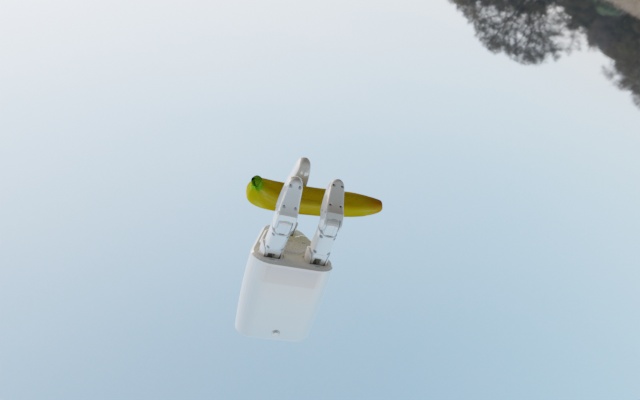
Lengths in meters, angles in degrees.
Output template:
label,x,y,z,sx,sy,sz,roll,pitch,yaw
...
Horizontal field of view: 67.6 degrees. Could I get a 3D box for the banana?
label,x,y,z,sx,sy,sz,roll,pitch,yaw
banana,-0.014,0.000,0.574,0.198,0.037,0.069,8,-1,-39
